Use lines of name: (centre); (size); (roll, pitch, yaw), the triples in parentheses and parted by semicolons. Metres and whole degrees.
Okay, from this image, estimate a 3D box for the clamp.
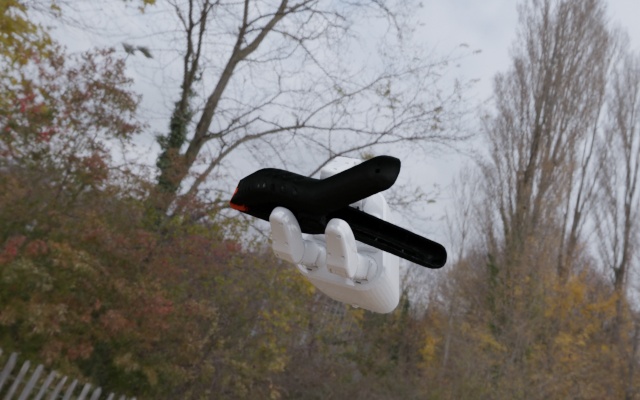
clamp: (0.000, 0.001, 0.422); (0.210, 0.036, 0.165); (11, -25, 25)
